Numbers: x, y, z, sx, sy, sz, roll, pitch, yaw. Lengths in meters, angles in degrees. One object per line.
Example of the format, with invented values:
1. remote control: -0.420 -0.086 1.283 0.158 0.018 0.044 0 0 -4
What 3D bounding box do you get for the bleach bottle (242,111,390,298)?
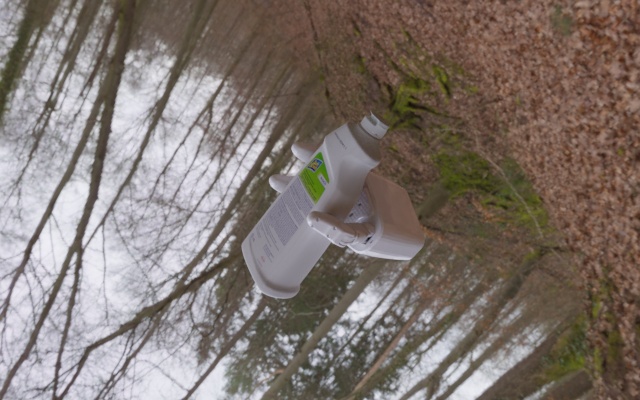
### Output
1. bleach bottle: 0.000 0.002 0.590 0.068 0.251 0.102 16 31 -44
